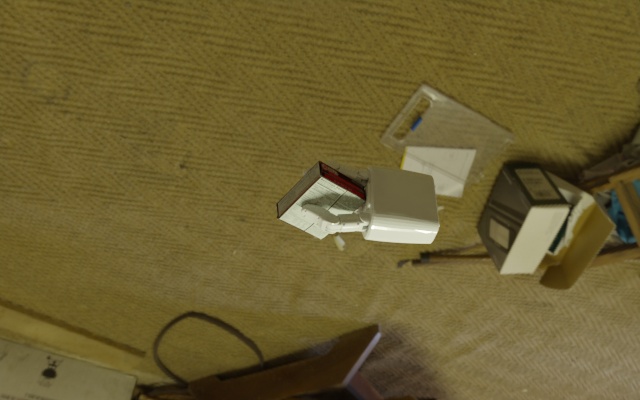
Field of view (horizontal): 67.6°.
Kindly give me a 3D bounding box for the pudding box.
[{"bbox_3d":[0.000,0.003,0.728,0.090,0.039,0.113,29,-56,-28],"label":"pudding box"}]
